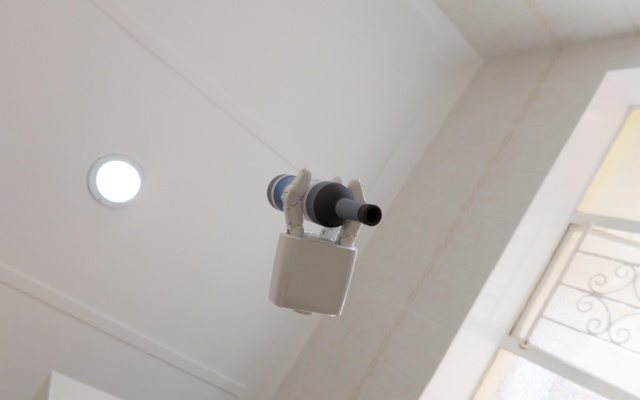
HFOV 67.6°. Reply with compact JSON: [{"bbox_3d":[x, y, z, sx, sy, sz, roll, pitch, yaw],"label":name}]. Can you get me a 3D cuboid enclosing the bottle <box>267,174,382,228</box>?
[{"bbox_3d":[0.000,0.002,0.719,0.069,0.069,0.295,0,6,-26],"label":"bottle"}]
